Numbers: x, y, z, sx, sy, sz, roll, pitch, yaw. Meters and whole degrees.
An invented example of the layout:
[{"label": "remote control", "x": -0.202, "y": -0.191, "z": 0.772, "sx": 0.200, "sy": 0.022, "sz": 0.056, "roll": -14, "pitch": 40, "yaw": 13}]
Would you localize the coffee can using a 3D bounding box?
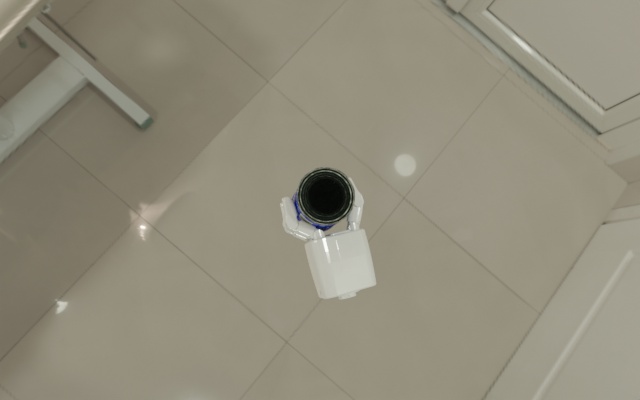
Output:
[{"label": "coffee can", "x": 0.000, "y": 0.003, "z": 0.887, "sx": 0.103, "sy": 0.103, "sz": 0.140, "roll": 0, "pitch": -9, "yaw": -8}]
